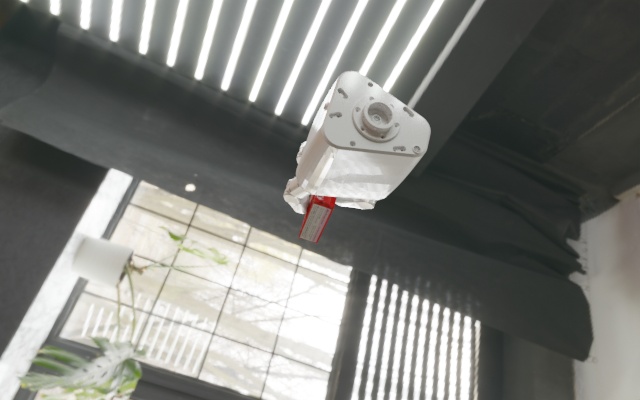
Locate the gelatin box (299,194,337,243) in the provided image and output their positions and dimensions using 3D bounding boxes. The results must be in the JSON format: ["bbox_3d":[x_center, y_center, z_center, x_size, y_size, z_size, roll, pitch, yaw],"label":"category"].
[{"bbox_3d":[0.000,0.002,0.629,0.030,0.073,0.089,18,-38,-3],"label":"gelatin box"}]
